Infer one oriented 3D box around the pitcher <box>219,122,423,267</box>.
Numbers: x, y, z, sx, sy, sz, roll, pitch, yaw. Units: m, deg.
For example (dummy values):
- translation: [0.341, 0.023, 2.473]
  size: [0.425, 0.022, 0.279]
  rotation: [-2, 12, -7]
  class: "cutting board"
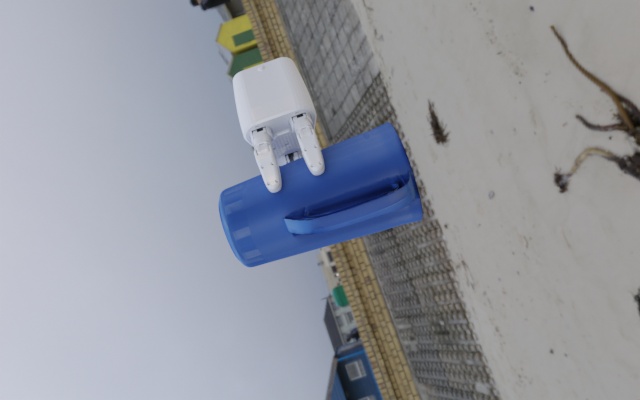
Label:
- translation: [0.000, 0.002, 0.607]
  size: [0.243, 0.145, 0.149]
  rotation: [-19, -28, 1]
  class: "pitcher"
